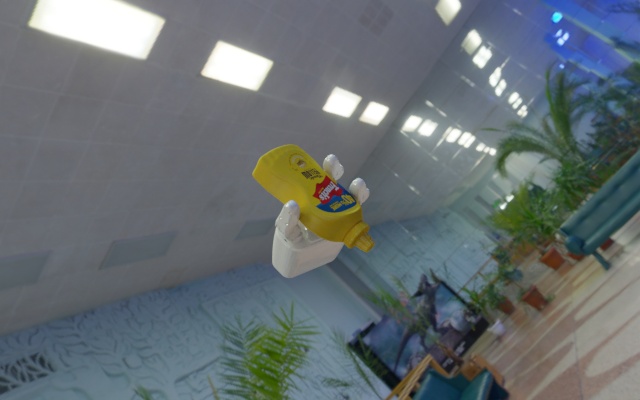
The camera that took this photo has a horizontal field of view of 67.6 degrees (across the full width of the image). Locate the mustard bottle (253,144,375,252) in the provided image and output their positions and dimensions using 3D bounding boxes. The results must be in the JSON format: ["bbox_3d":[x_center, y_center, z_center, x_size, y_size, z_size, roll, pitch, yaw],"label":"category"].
[{"bbox_3d":[0.000,0.002,0.667,0.191,0.058,0.096,43,34,17],"label":"mustard bottle"}]
